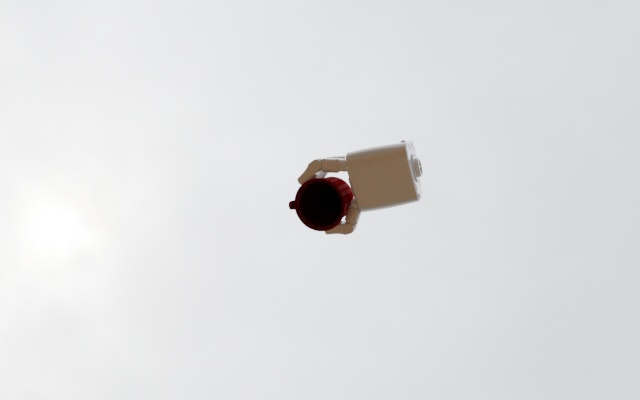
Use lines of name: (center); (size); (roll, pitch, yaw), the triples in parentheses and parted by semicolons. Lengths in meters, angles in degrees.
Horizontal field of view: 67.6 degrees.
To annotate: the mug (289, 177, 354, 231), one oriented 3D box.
mug: (-0.001, 0.003, 0.860); (0.117, 0.093, 0.081); (-8, 7, 21)
